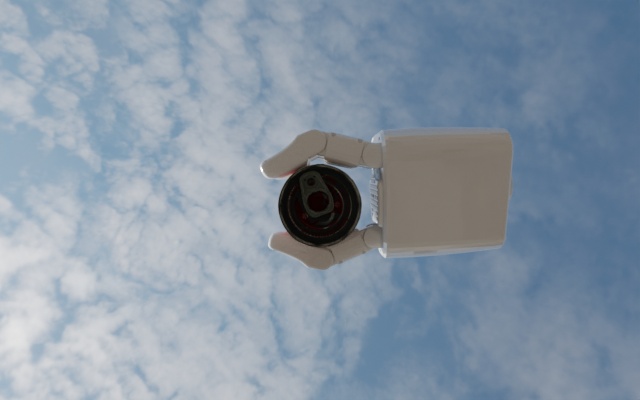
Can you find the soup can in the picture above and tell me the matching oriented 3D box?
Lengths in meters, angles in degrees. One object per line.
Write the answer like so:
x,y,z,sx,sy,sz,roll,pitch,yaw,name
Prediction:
0.000,0.002,0.435,0.068,0.068,0.102,0,3,1,soup can
